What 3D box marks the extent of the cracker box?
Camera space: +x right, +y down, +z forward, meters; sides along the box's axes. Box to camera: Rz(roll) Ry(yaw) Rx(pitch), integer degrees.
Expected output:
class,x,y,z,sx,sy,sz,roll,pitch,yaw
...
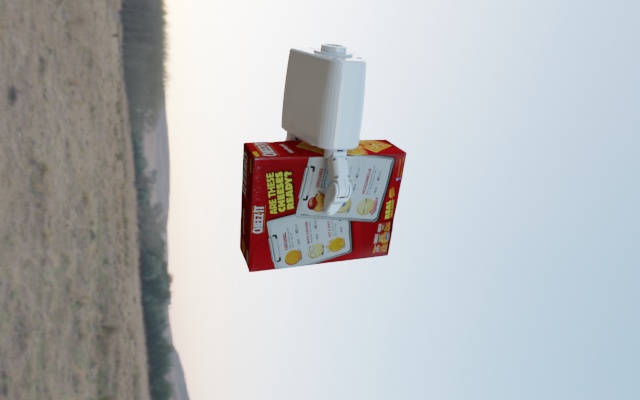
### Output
class,x,y,z,sx,sy,sz,roll,pitch,yaw
cracker box,0.000,0.002,0.661,0.213,0.164,0.072,-4,26,-22
